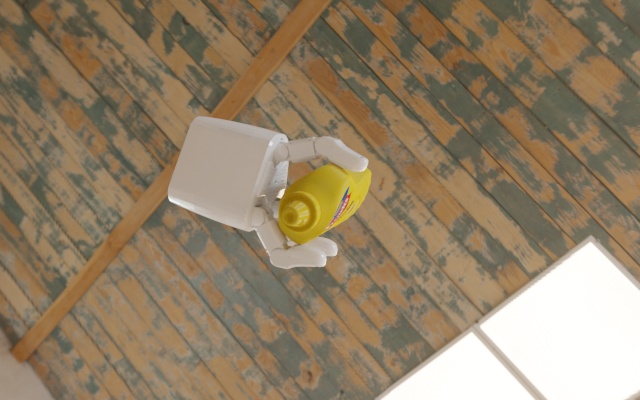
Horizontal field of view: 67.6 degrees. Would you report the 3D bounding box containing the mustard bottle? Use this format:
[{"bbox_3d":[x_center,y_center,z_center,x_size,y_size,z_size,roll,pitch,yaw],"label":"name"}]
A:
[{"bbox_3d":[0.000,0.002,0.537,0.058,0.096,0.191,41,17,9],"label":"mustard bottle"}]
